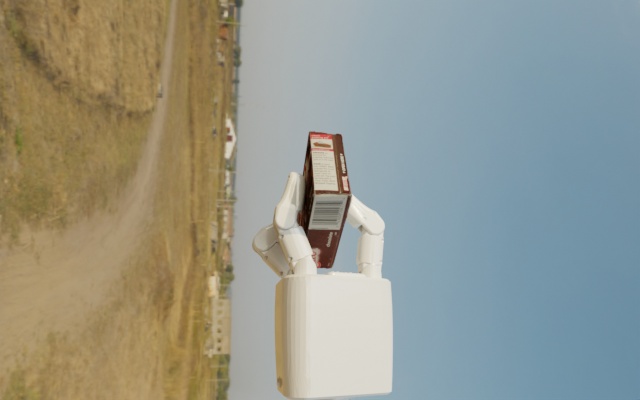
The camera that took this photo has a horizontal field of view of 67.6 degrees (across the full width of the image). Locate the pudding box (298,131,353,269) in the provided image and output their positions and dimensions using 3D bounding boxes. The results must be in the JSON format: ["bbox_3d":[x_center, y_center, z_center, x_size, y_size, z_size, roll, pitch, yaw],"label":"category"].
[{"bbox_3d":[0.000,0.002,0.484,0.039,0.090,0.114,4,-44,-10],"label":"pudding box"}]
